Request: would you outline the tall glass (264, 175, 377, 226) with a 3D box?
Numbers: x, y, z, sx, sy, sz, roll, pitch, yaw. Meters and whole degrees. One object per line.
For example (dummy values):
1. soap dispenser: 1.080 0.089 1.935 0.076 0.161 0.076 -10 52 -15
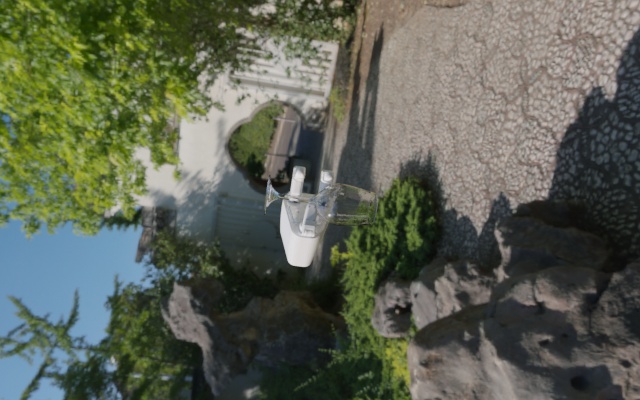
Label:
1. tall glass: -0.001 0.003 0.879 0.201 0.079 0.079 8 -1 -5
